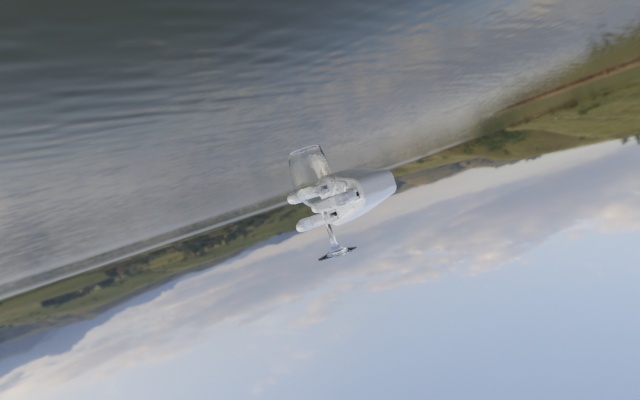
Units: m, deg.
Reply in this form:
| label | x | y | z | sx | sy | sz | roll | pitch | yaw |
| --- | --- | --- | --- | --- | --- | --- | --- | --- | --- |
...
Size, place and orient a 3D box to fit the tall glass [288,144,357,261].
| label | x | y | z | sx | sy | sz | roll | pitch | yaw |
| --- | --- | --- | --- | --- | --- | --- | --- | --- | --- |
| tall glass | 0.000 | 0.004 | 0.866 | 0.079 | 0.201 | 0.079 | -18 | 2 | 1 |
